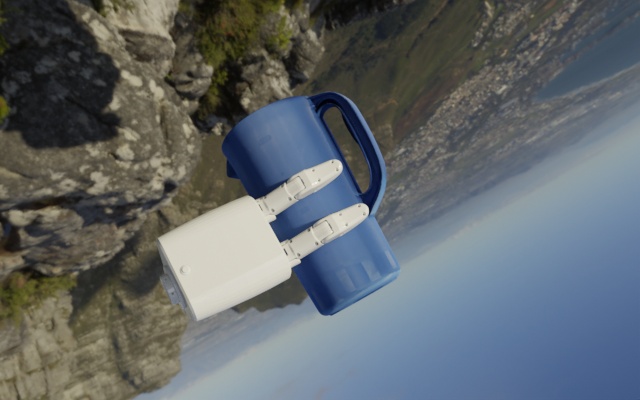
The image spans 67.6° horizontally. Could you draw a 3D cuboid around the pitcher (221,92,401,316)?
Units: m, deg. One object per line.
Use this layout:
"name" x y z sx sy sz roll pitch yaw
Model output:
"pitcher" 0.000 0.002 0.568 0.145 0.242 0.149 -24 -12 -24
